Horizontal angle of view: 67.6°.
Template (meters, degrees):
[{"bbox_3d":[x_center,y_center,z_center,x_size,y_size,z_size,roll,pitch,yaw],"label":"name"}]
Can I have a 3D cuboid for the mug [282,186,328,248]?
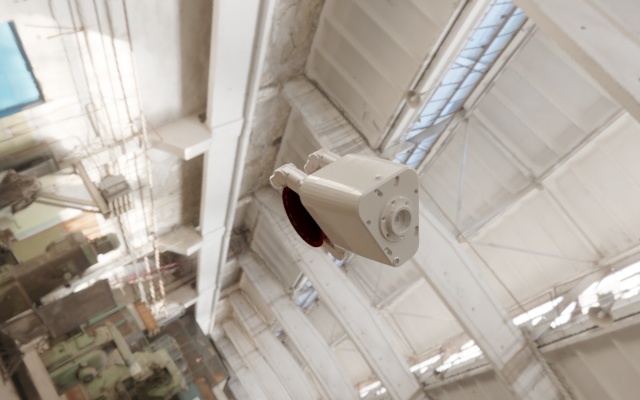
[{"bbox_3d":[-0.001,0.002,0.662,0.081,0.093,0.117,-28,26,-26],"label":"mug"}]
